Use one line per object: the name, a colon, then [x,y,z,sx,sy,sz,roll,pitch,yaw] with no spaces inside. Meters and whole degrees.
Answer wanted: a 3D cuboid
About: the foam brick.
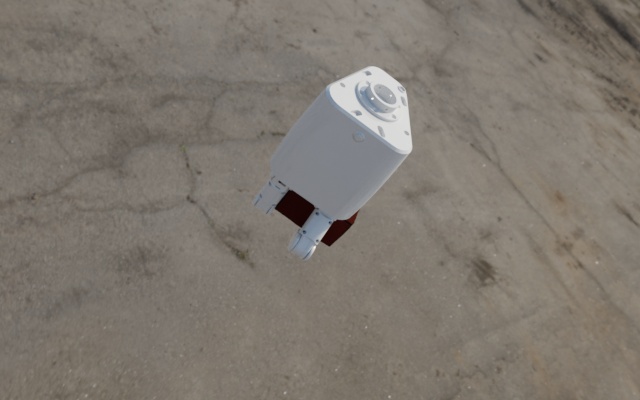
foam brick: [0.000,0.002,0.524,0.078,0.053,0.051,35,-46,-8]
